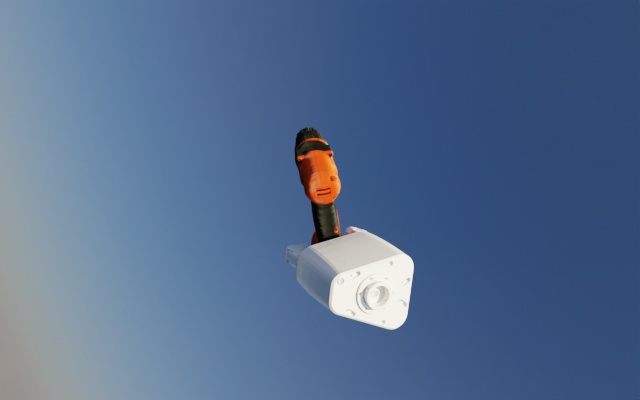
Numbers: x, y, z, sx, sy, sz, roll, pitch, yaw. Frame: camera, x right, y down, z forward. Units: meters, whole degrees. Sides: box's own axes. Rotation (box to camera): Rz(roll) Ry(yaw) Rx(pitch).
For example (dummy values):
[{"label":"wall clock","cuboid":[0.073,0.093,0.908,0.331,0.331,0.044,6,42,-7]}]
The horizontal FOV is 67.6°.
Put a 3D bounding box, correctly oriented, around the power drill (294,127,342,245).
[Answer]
[{"label":"power drill","cuboid":[0.000,0.003,0.691,0.057,0.188,0.184,-11,30,0]}]
